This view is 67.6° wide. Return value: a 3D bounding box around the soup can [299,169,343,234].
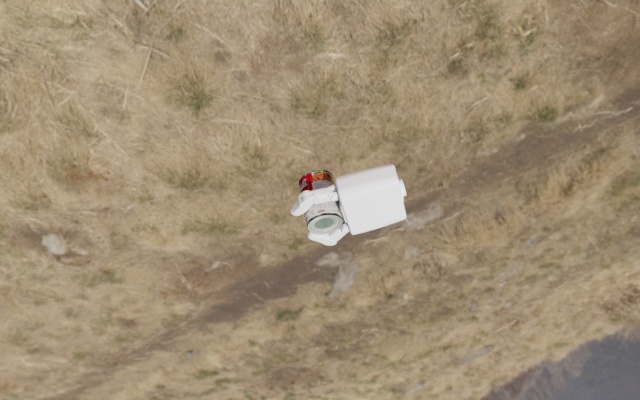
[{"bbox_3d":[0.000,0.003,0.885,0.068,0.102,0.069,-8,-34,-5],"label":"soup can"}]
